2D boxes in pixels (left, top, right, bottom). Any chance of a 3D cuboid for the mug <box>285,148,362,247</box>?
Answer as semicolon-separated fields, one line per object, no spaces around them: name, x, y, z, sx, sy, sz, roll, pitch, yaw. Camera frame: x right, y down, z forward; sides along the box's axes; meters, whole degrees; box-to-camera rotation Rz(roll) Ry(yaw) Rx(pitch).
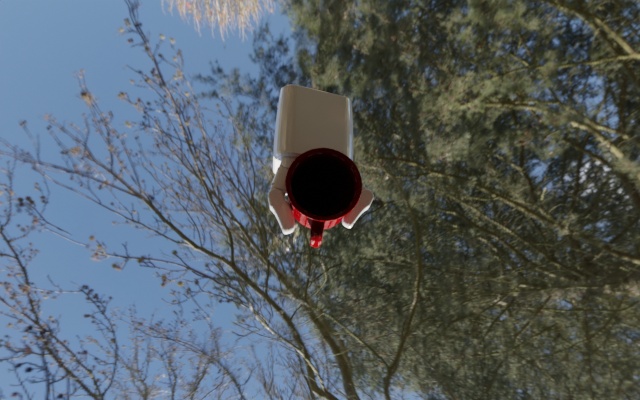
mug;0.000;0.003;0.608;0.093;0.117;0.081;5;-16;-4
